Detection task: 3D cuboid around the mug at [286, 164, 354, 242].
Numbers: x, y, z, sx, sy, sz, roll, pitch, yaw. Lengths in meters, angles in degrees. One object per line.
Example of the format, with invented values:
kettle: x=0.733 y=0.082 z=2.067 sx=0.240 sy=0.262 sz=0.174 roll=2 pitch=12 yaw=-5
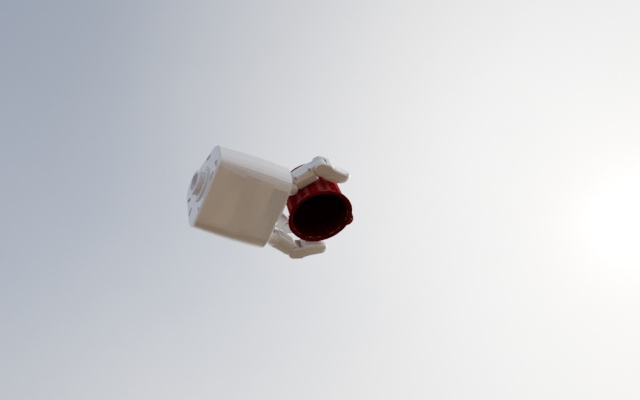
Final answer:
mug: x=0.001 y=0.003 z=0.702 sx=0.117 sy=0.093 sz=0.081 roll=20 pitch=29 yaw=-31
